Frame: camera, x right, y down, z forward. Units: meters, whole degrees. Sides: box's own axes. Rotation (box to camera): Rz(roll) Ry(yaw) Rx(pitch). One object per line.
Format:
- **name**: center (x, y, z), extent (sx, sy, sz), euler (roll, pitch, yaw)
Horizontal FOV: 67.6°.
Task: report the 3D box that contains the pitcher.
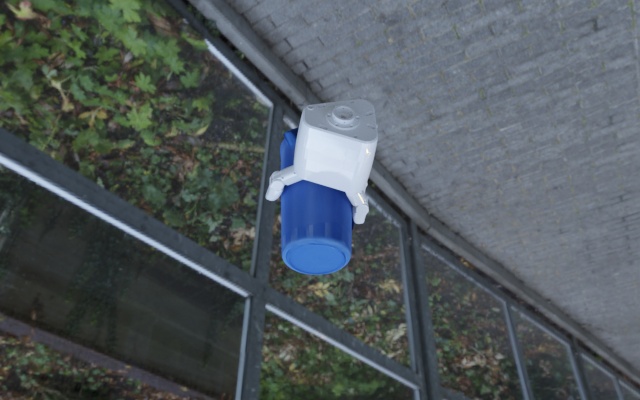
- **pitcher**: center (0.000, 0.003, 0.813), extent (0.149, 0.242, 0.145), euler (5, -39, -7)
